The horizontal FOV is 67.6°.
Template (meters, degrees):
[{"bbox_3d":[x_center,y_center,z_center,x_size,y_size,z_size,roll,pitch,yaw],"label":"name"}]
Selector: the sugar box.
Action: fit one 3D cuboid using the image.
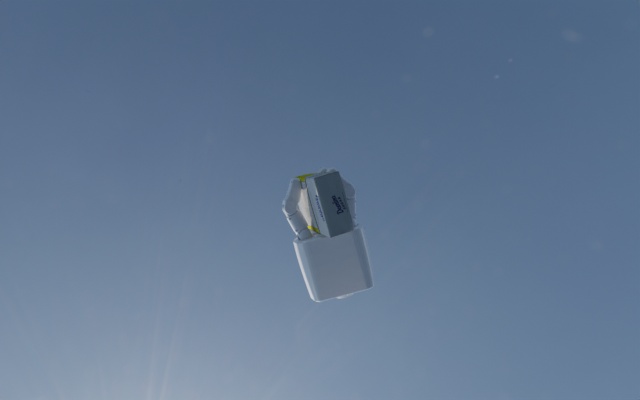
[{"bbox_3d":[0.001,0.002,0.768,0.048,0.093,0.176,-17,7,-15],"label":"sugar box"}]
